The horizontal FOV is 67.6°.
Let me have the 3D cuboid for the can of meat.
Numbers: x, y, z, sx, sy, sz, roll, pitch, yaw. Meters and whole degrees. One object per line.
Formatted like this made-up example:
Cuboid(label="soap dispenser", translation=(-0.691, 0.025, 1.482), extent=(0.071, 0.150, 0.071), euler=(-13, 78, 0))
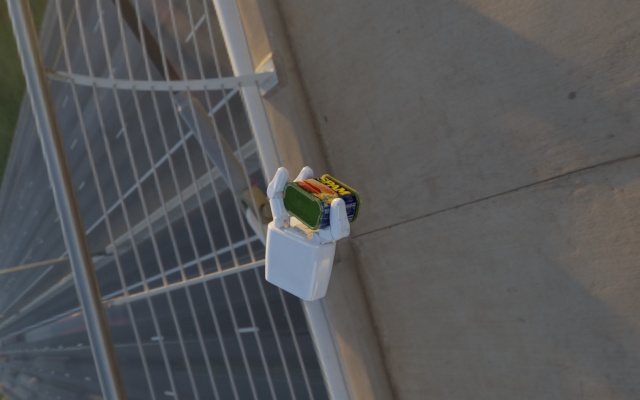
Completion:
Cuboid(label="can of meat", translation=(0.000, 0.003, 0.769), extent=(0.084, 0.057, 0.102), euler=(-12, 32, -39))
